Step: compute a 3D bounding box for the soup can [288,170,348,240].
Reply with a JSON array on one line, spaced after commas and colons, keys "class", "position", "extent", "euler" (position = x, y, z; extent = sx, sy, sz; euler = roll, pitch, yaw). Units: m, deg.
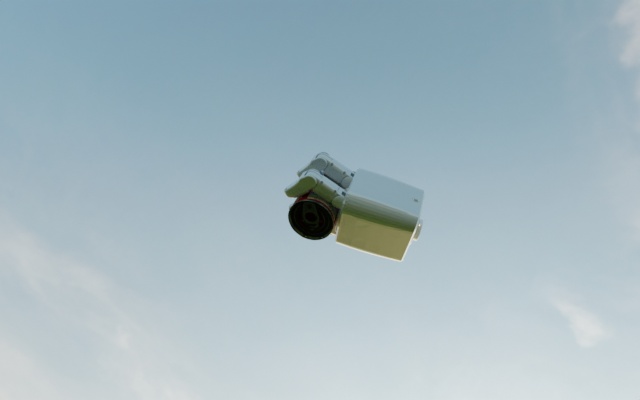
[{"class": "soup can", "position": [0.000, 0.002, 0.714], "extent": [0.068, 0.068, 0.102], "euler": [0, 32, 19]}]
